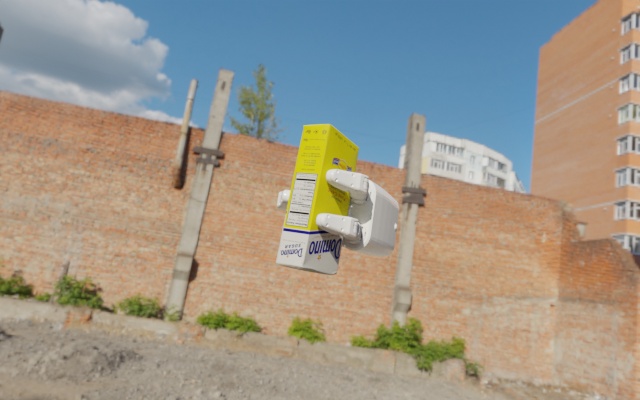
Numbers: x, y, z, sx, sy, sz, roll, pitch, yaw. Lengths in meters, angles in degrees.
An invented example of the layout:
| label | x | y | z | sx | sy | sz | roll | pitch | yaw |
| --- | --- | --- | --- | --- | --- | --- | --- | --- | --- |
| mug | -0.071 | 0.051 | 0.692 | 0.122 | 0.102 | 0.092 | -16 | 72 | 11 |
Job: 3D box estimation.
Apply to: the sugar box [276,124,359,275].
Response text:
| label | x | y | z | sx | sy | sz | roll | pitch | yaw |
| --- | --- | --- | --- | --- | --- | --- | --- | --- | --- |
| sugar box | 0.001 | 0.002 | 0.601 | 0.048 | 0.176 | 0.093 | 3 | -11 | 30 |
